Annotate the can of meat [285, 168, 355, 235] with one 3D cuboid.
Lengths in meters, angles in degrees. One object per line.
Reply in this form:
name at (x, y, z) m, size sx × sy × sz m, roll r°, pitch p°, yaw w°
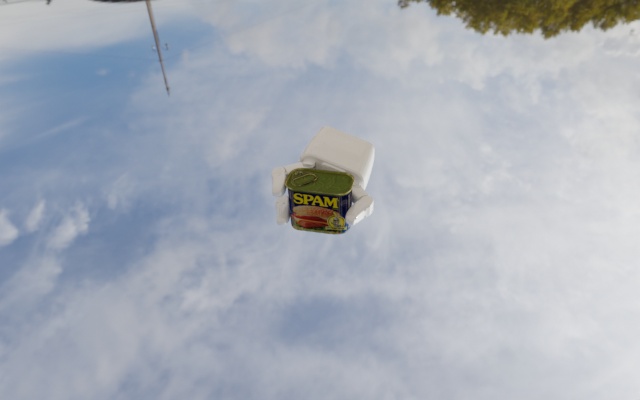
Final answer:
can of meat at (0.000, 0.003, 0.739) m, size 0.102 × 0.084 × 0.057 m, roll 7°, pitch 39°, yaw 12°
